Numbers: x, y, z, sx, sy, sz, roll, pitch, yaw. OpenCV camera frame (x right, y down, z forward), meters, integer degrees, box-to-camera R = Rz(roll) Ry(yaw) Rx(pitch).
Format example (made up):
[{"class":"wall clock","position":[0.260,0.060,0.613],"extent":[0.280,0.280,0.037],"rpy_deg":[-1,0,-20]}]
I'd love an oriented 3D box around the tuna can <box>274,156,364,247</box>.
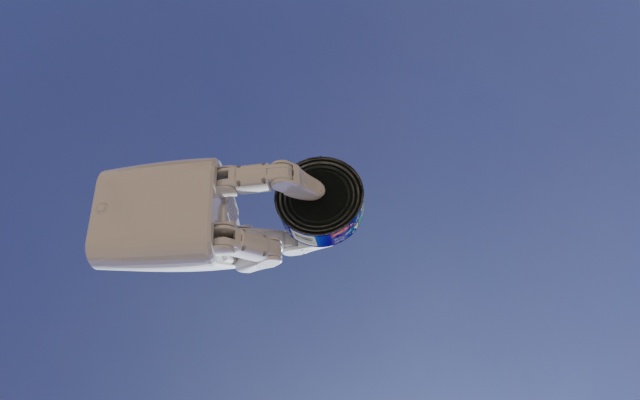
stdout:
[{"class":"tuna can","position":[0.000,0.002,0.466],"extent":[0.086,0.086,0.034],"rpy_deg":[0,-29,8]}]
